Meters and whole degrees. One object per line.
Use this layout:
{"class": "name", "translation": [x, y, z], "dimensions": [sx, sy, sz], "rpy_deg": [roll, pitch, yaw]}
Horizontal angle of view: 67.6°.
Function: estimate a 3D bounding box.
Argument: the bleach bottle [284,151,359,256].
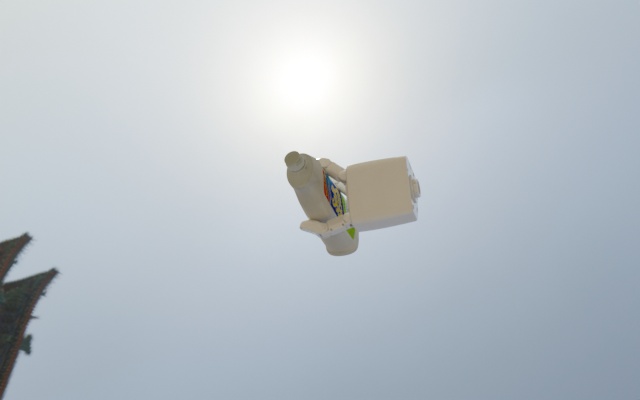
{"class": "bleach bottle", "translation": [0.000, 0.003, 0.859], "dimensions": [0.068, 0.102, 0.251], "rpy_deg": [-10, -35, 20]}
